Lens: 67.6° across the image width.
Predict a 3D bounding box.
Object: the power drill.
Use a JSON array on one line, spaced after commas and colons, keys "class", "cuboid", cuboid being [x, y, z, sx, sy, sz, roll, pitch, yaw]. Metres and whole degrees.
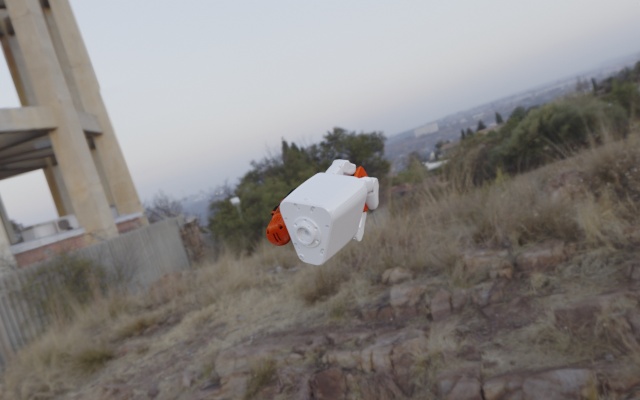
[{"class": "power drill", "cuboid": [0.000, 0.003, 0.882, 0.188, 0.057, 0.184, -23, 21, 21]}]
